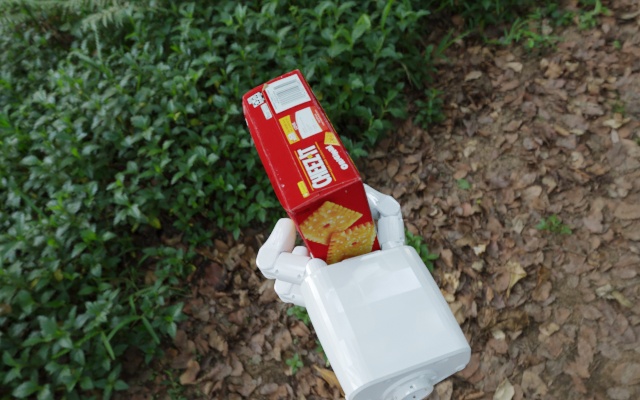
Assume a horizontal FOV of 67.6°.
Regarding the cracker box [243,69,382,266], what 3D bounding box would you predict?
[{"bbox_3d":[0.000,0.001,0.496,0.072,0.164,0.214,-24,-39,-2],"label":"cracker box"}]
